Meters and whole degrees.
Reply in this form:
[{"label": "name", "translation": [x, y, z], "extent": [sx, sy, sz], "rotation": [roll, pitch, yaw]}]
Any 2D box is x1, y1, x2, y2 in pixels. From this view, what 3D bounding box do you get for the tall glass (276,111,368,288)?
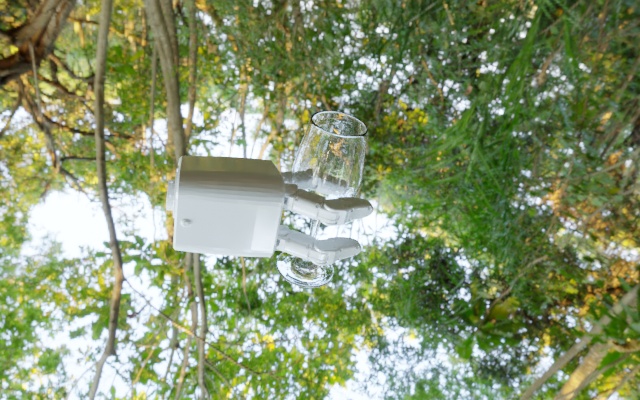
[{"label": "tall glass", "translation": [0.000, 0.002, 0.549], "extent": [0.079, 0.201, 0.079], "rotation": [10, 32, -6]}]
